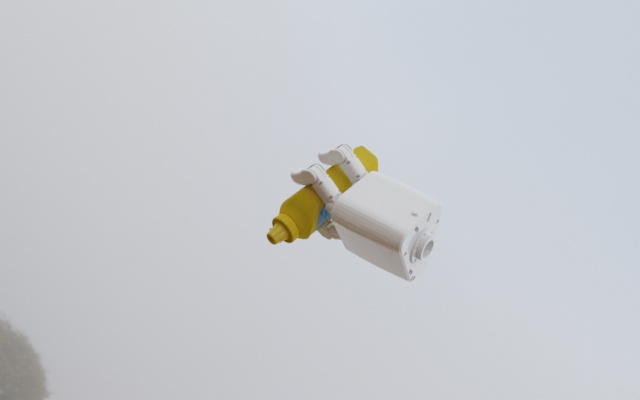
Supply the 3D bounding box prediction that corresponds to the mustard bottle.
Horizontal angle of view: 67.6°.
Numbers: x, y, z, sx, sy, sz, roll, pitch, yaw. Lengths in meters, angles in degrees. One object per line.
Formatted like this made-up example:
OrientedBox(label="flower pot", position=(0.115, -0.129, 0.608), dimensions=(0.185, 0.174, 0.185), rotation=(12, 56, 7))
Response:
OrientedBox(label="mustard bottle", position=(0.000, 0.002, 0.673), dimensions=(0.191, 0.058, 0.096), rotation=(-38, -17, -32))
